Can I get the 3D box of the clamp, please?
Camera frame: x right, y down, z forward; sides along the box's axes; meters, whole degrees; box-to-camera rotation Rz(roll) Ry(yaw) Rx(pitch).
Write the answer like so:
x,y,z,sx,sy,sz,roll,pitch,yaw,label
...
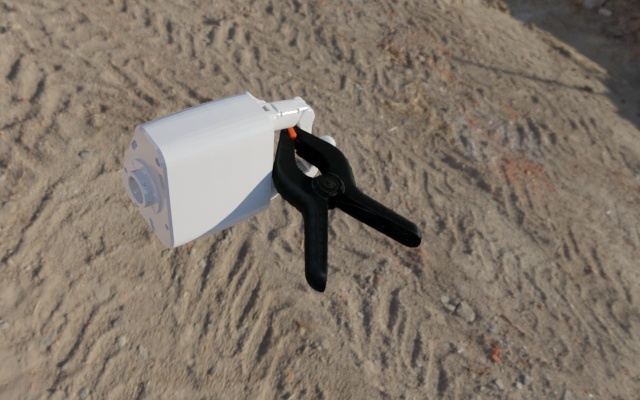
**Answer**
x,y,z,sx,sy,sz,roll,pitch,yaw,label
0.000,0.001,0.440,0.120,0.171,0.039,-27,-26,-37,clamp
